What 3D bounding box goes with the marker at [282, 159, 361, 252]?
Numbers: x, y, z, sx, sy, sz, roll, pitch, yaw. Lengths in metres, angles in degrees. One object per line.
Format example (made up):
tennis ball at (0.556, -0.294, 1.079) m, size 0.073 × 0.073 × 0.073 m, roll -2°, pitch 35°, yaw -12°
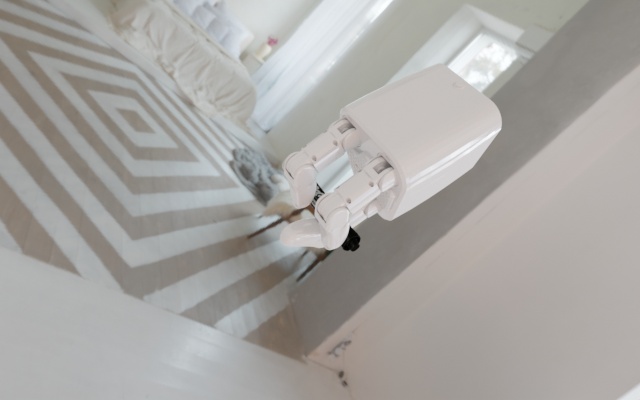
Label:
marker at (0.000, 0.001, 0.450) m, size 0.020 × 0.020 × 0.121 m, roll 0°, pitch 42°, yaw -44°
